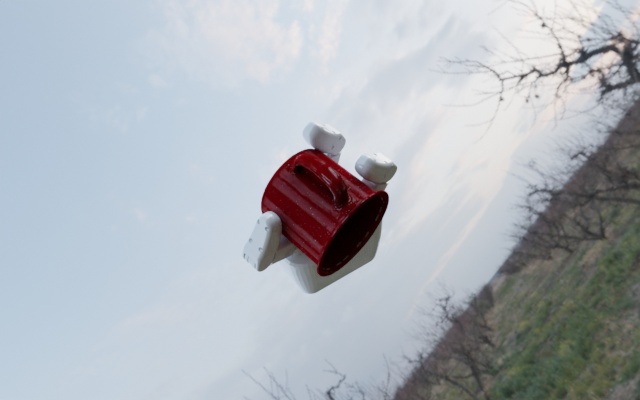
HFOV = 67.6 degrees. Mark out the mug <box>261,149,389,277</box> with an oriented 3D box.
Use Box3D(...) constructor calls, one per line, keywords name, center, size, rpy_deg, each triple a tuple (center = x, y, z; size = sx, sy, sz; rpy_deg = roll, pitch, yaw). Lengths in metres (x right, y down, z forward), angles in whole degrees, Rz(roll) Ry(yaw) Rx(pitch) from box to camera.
Box3D(name="mug", center=(0.000, 0.001, 0.418), size=(0.081, 0.093, 0.117), rpy_deg=(39, -18, 22))
